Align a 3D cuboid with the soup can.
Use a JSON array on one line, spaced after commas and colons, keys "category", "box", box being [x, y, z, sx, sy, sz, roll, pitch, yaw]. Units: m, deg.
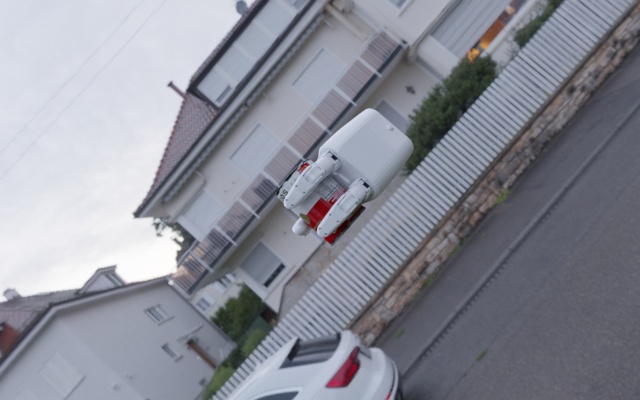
[{"category": "soup can", "box": [0.000, 0.002, 0.632, 0.102, 0.068, 0.068, 41, 4, 4]}]
